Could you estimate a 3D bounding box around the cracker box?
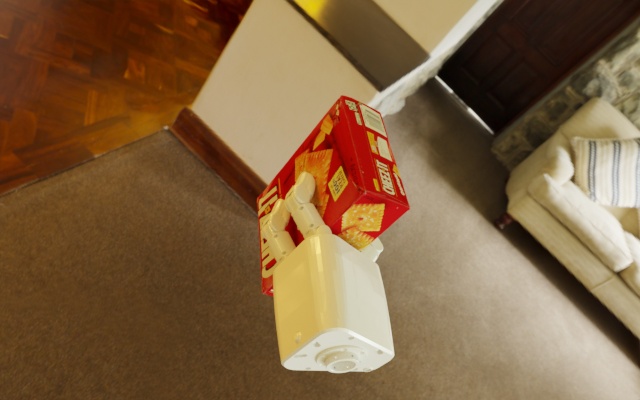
[{"bbox_3d":[0.000,0.002,0.590,0.072,0.164,0.214,20,-48,-29],"label":"cracker box"}]
